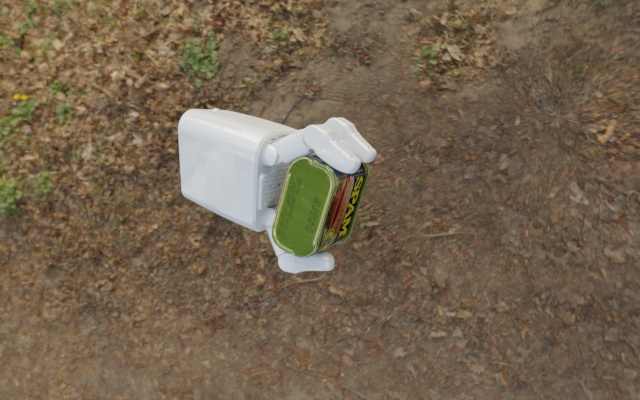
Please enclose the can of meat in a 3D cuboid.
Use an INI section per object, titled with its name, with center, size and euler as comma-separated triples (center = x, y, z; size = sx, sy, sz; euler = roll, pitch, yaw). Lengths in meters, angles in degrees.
[can of meat]
center = 0.000, 0.002, 0.486
size = 0.057, 0.102, 0.084
euler = 23, 19, 21
